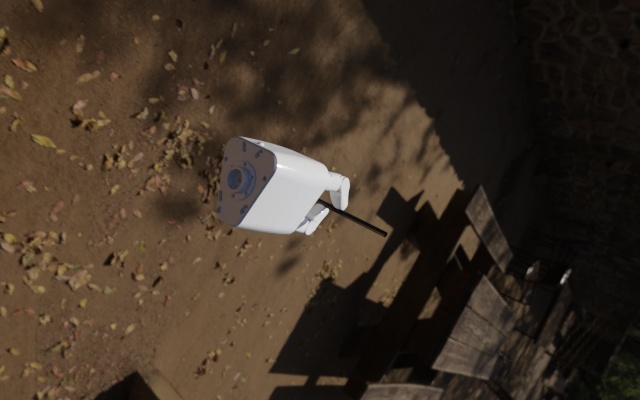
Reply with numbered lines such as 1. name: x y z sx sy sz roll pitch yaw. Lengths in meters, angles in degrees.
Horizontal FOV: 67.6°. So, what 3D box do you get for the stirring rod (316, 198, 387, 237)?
1. stirring rod: 0.000 0.002 0.719 0.239 0.011 0.011 27 16 34
